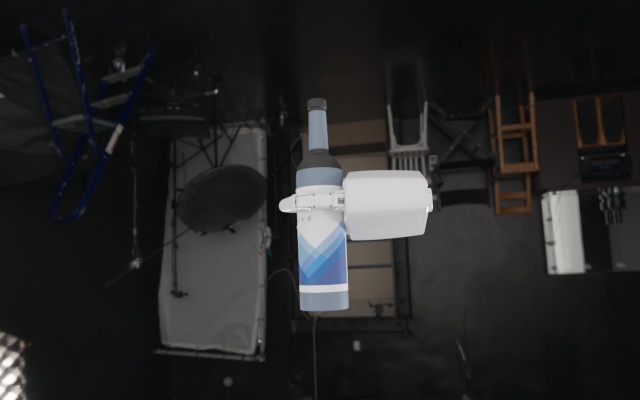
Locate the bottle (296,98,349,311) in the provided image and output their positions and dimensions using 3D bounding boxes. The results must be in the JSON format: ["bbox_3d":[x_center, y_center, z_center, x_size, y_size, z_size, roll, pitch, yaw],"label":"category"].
[{"bbox_3d":[0.000,0.002,0.672,0.069,0.295,0.069,-2,-7,0],"label":"bottle"}]
